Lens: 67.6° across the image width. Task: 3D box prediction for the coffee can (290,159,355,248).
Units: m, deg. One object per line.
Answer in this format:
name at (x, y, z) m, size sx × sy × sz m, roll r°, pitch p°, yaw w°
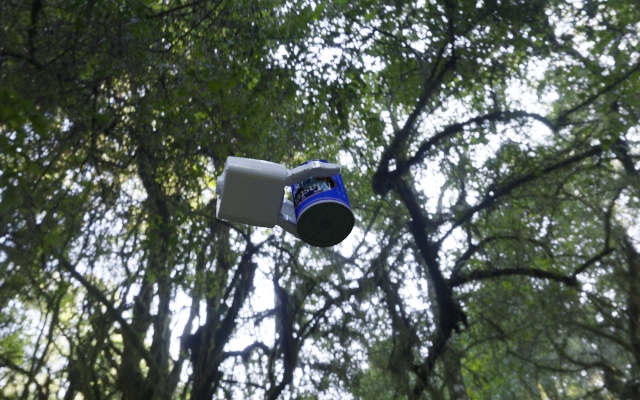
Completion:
coffee can at (0.000, 0.003, 0.882) m, size 0.103 × 0.103 × 0.140 m, roll 0°, pitch 36°, yaw -10°
